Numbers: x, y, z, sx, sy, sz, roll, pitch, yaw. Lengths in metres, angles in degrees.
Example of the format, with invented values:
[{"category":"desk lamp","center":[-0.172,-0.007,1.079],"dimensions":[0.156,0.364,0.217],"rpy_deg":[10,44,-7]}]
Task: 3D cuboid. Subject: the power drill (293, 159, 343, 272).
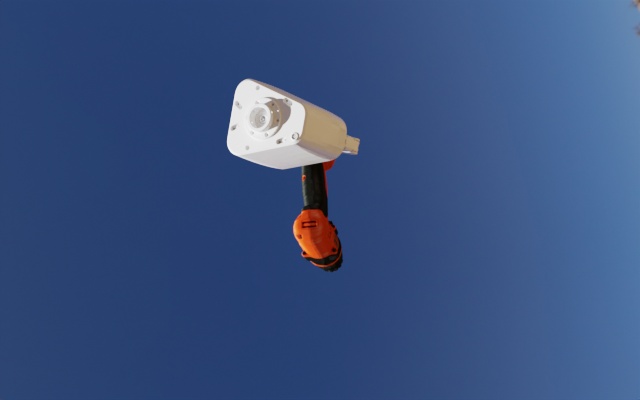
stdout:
[{"category":"power drill","center":[0.000,0.002,0.702],"dimensions":[0.057,0.187,0.184],"rpy_deg":[-7,-23,6]}]
